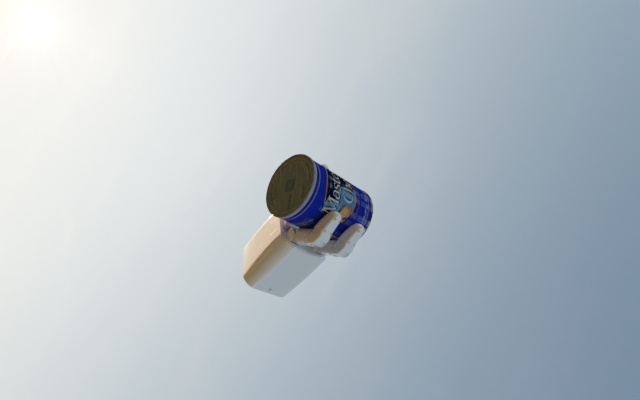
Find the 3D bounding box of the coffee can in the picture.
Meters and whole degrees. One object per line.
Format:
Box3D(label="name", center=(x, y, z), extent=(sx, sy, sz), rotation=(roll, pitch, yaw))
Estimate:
Box3D(label="coffee can", center=(0.000, 0.002, 0.749), extent=(0.103, 0.102, 0.140), rotation=(0, -22, 46))
